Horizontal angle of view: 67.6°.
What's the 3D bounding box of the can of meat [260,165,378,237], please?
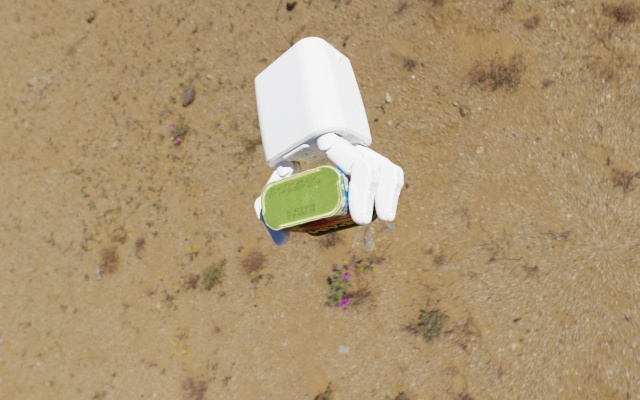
[{"bbox_3d":[0.000,0.002,0.506,0.102,0.057,0.084,-16,-14,29],"label":"can of meat"}]
